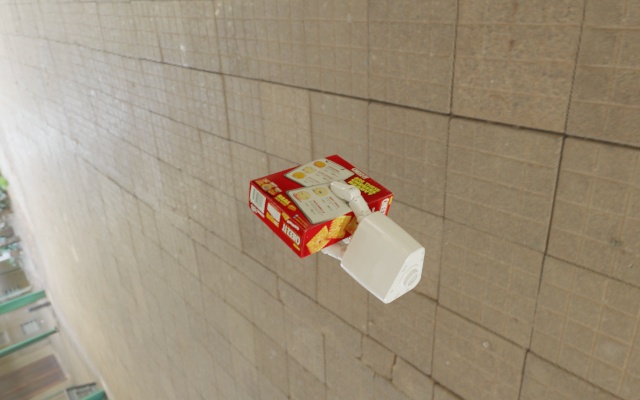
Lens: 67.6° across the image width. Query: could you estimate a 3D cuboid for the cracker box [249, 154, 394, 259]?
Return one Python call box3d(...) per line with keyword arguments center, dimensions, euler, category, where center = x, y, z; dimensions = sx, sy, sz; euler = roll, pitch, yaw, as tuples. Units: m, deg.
box3d(center=(0.000, 0.003, 0.880), dimensions=(0.213, 0.072, 0.164), euler=(-20, 45, -37), category="cracker box")
